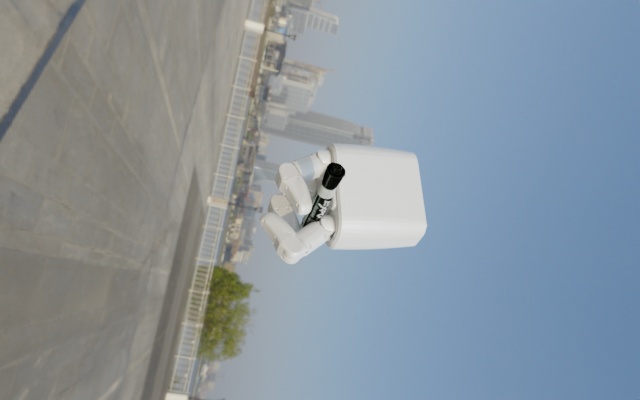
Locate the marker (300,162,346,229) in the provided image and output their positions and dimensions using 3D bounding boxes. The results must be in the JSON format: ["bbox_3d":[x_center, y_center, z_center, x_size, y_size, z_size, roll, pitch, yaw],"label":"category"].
[{"bbox_3d":[0.000,0.002,0.490,0.020,0.020,0.121,0,-34,-19],"label":"marker"}]
